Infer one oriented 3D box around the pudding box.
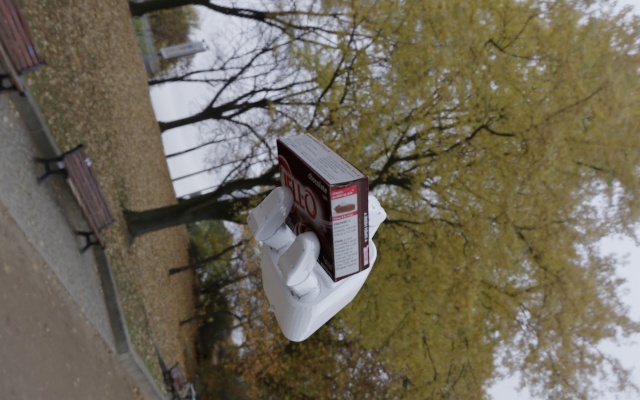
[{"bbox_3d":[0.000,0.001,0.413,0.039,0.090,0.113,-18,31,-22],"label":"pudding box"}]
